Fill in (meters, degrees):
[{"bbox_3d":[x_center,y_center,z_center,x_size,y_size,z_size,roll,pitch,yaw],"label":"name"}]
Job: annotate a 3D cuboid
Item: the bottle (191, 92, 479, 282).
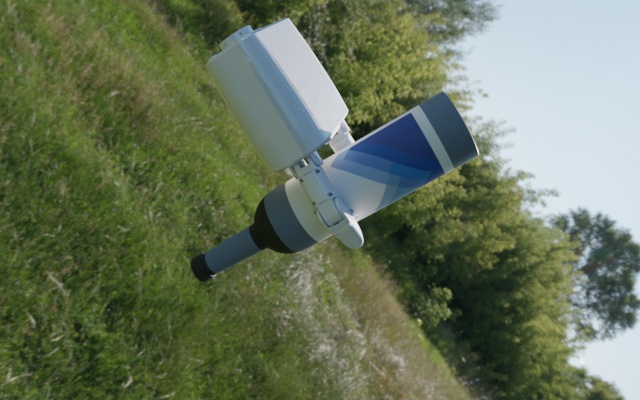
[{"bbox_3d":[0.000,0.001,0.459,0.296,0.069,0.069,-29,-7,13],"label":"bottle"}]
